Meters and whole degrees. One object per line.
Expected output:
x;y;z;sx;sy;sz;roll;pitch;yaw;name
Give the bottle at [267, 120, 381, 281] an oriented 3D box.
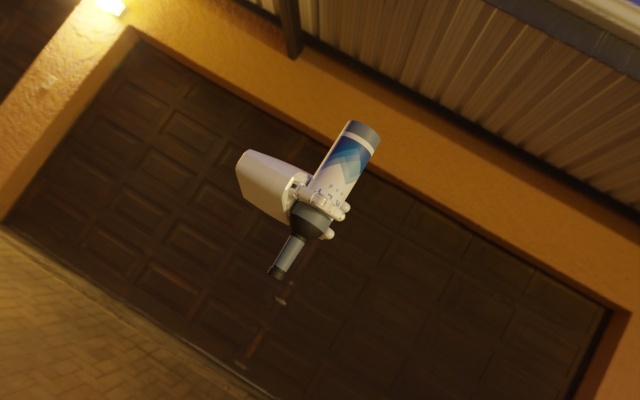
0.000;0.002;0.806;0.069;0.295;0.069;31;-11;6;bottle
